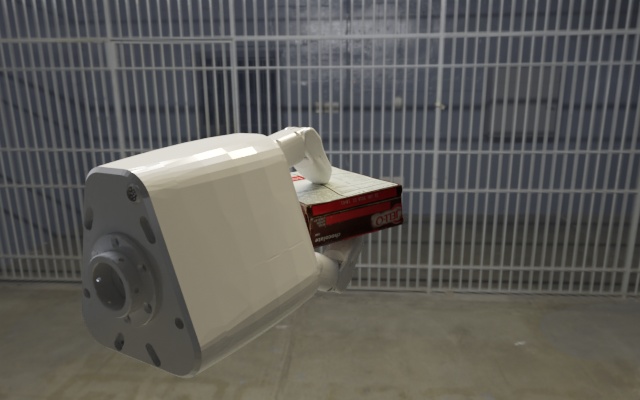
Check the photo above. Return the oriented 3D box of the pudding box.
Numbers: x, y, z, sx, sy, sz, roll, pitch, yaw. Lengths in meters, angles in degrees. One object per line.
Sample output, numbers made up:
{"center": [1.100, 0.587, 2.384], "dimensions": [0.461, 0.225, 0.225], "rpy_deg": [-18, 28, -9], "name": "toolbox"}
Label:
{"center": [0.000, 0.001, 0.400], "dimensions": [0.090, 0.039, 0.113], "rpy_deg": [-11, 19, -29], "name": "pudding box"}
